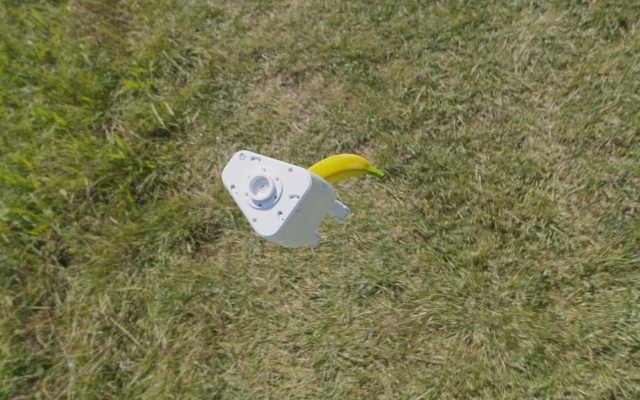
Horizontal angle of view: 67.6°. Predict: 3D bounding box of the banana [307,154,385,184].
[{"bbox_3d":[-0.006,-0.015,0.711,0.198,0.069,0.037,-31,-11,6],"label":"banana"}]
